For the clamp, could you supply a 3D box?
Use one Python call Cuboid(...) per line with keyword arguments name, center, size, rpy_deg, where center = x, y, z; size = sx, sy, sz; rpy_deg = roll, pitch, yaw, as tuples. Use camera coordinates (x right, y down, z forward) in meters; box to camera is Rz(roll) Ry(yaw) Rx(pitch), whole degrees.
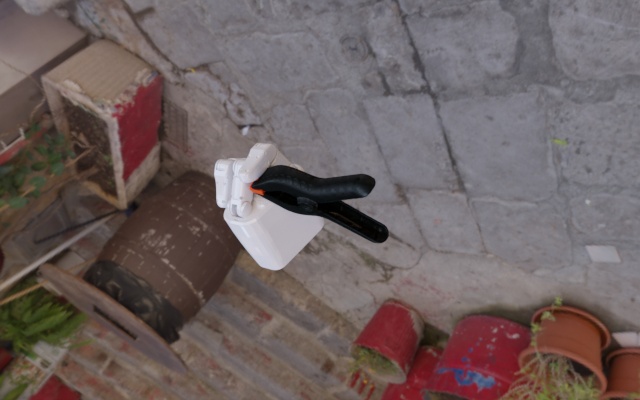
Cuboid(name="clamp", center=(0.000, 0.002, 0.550), size=(0.171, 0.039, 0.120), rpy_deg=(13, -34, 33))
